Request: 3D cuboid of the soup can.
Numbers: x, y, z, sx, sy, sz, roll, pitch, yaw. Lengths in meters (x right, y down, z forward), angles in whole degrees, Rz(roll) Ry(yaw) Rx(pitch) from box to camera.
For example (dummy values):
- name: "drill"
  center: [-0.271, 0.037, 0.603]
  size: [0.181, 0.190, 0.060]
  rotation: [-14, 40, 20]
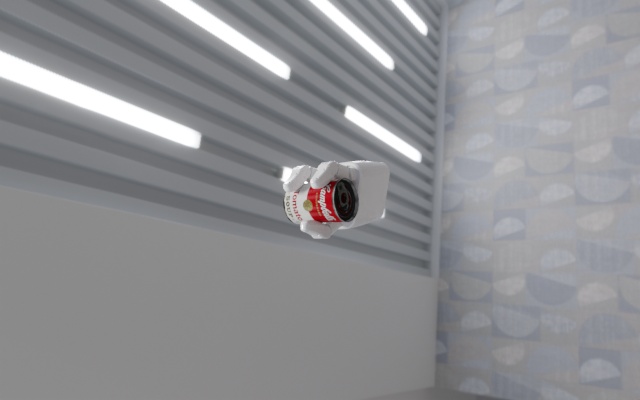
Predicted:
- name: "soup can"
  center: [0.000, 0.003, 0.756]
  size: [0.102, 0.068, 0.068]
  rotation: [-5, -3, 37]
